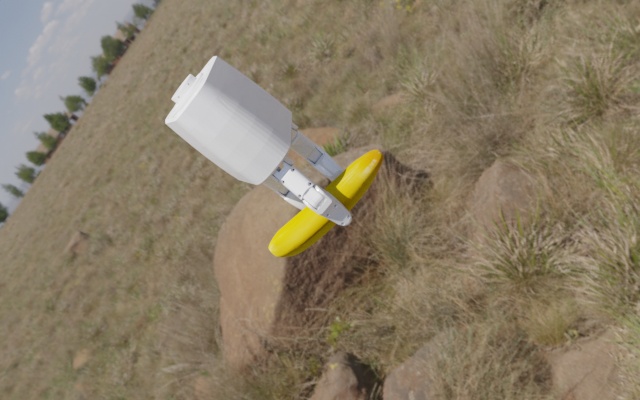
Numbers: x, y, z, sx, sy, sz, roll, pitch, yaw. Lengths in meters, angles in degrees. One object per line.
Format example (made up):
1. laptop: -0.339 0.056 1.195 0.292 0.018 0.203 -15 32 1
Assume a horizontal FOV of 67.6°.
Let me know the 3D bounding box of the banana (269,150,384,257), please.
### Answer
1. banana: -0.004 0.015 0.554 0.037 0.069 0.198 38 -57 -19
